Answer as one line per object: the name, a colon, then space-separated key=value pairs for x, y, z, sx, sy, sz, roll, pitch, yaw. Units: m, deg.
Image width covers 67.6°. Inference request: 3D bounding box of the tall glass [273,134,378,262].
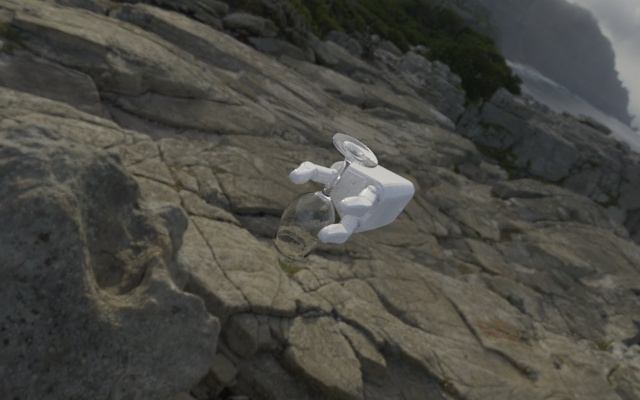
tall glass: x=0.000 y=0.002 z=0.711 sx=0.079 sy=0.201 sz=0.079 roll=26 pitch=29 yaw=-16
